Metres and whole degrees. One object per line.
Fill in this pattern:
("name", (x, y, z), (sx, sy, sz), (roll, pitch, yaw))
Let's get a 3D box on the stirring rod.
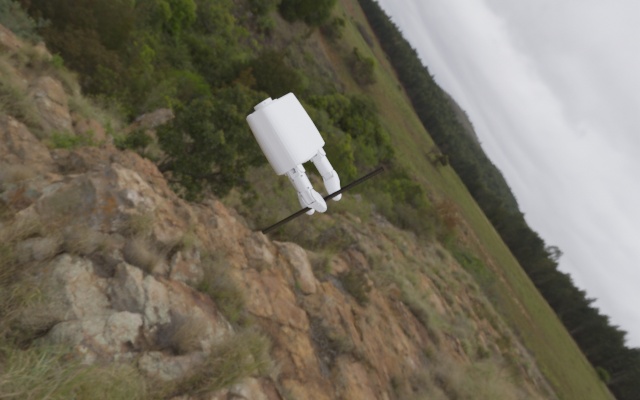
("stirring rod", (0.000, 0.003, 0.813), (0.239, 0.011, 0.011), (-28, -9, 16))
